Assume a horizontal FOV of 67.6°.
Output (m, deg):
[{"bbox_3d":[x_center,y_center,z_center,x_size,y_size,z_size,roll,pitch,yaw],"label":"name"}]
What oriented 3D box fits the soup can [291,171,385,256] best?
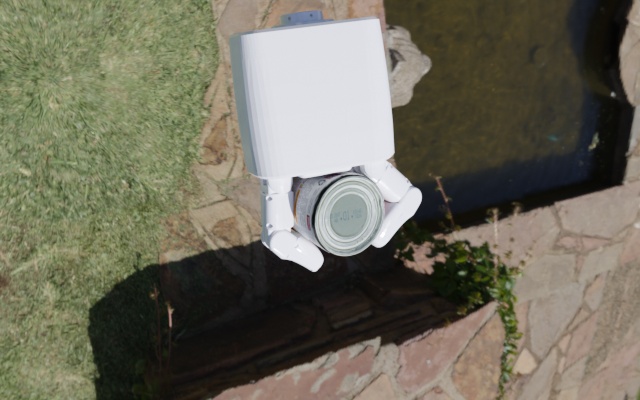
[{"bbox_3d":[0.000,0.002,0.413,0.068,0.068,0.102,0,12,-29],"label":"soup can"}]
